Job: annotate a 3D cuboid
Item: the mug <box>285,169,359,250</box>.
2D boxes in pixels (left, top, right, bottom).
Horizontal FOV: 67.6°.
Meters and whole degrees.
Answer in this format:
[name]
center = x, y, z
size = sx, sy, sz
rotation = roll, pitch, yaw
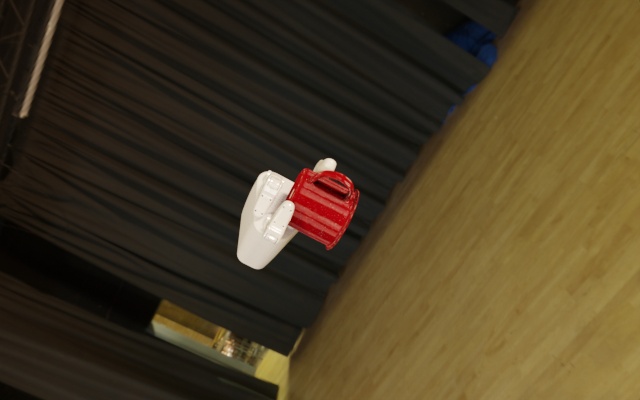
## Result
[mug]
center = 0.000, 0.001, 0.646
size = 0.081, 0.093, 0.117
rotation = 27, -42, -9
